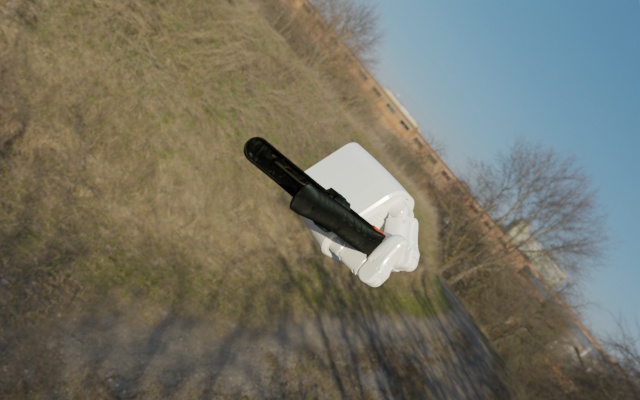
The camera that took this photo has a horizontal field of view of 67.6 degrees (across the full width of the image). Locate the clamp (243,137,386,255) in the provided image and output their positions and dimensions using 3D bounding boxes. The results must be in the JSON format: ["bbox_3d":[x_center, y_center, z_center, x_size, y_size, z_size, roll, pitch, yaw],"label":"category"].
[{"bbox_3d":[0.001,0.001,0.453,0.171,0.039,0.120,39,10,-49],"label":"clamp"}]
